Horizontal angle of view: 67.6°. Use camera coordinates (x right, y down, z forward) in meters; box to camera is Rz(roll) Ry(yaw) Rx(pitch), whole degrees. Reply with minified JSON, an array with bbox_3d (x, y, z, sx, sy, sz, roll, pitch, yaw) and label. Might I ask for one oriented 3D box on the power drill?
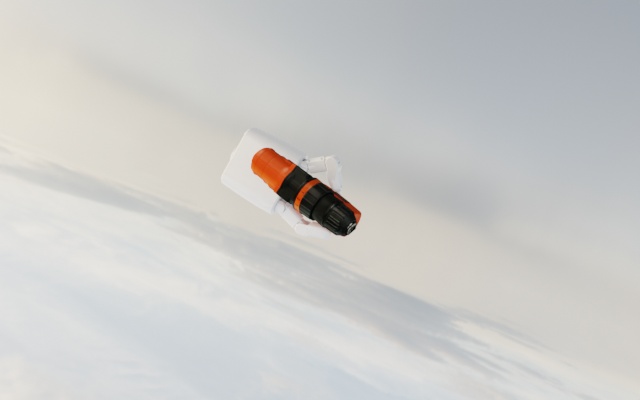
[{"bbox_3d":[0.000,0.002,0.717,0.184,0.057,0.188,39,1,25],"label":"power drill"}]
